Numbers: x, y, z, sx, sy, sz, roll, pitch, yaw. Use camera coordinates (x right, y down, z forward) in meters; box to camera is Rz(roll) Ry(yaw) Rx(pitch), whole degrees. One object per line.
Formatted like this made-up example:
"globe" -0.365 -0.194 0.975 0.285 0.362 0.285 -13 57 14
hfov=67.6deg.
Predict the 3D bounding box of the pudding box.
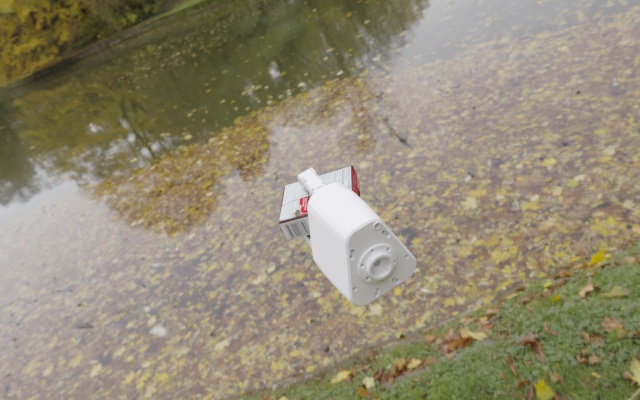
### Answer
"pudding box" 0.000 0.002 0.675 0.113 0.039 0.090 -15 35 14
